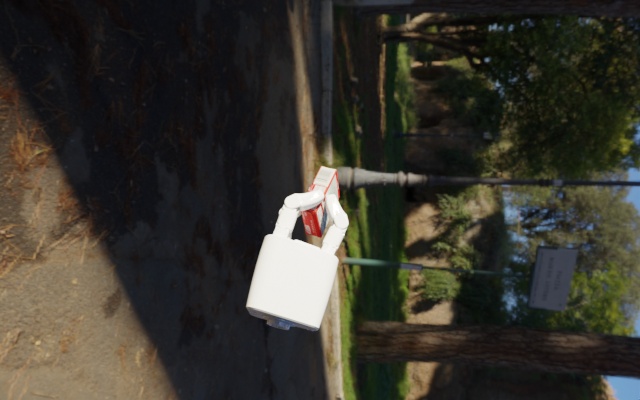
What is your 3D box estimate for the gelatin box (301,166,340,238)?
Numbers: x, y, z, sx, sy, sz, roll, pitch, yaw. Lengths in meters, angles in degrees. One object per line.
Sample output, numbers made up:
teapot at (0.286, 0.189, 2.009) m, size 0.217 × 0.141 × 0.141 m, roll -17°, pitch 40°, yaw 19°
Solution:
gelatin box at (0.001, 0.002, 0.757) m, size 0.030 × 0.089 × 0.073 m, roll 15°, pitch -32°, yaw 18°
